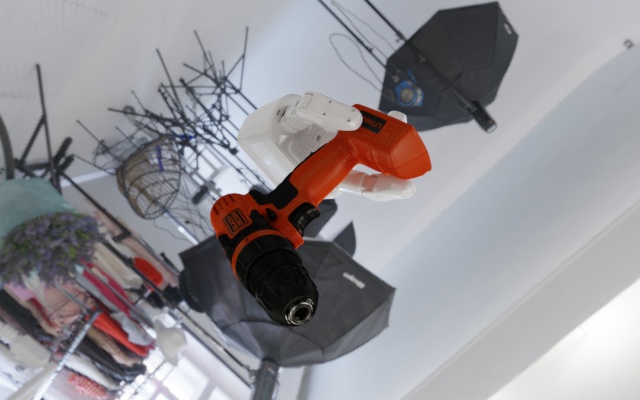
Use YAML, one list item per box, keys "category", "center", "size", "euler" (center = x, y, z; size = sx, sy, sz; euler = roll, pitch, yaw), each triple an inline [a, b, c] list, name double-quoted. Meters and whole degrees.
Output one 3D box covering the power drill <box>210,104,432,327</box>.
- category: "power drill"
  center: [0.000, 0.001, 0.409]
  size: [0.187, 0.057, 0.184]
  euler: [-37, 36, -8]
